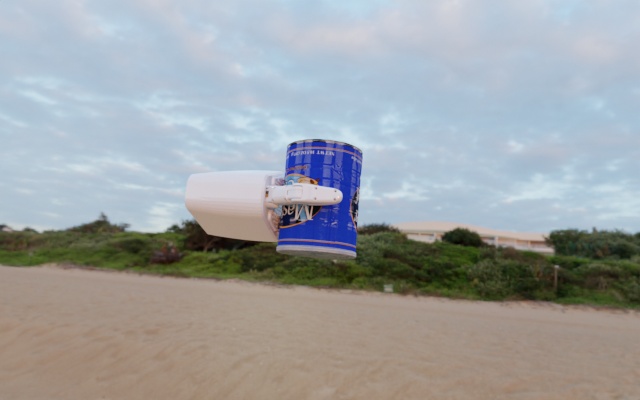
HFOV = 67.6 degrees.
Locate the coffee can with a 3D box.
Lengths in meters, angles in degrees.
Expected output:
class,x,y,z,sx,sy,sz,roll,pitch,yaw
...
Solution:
class,x,y,z,sx,sy,sz,roll,pitch,yaw
coffee can,0.000,0.002,0.626,0.103,0.140,0.103,5,-11,1
